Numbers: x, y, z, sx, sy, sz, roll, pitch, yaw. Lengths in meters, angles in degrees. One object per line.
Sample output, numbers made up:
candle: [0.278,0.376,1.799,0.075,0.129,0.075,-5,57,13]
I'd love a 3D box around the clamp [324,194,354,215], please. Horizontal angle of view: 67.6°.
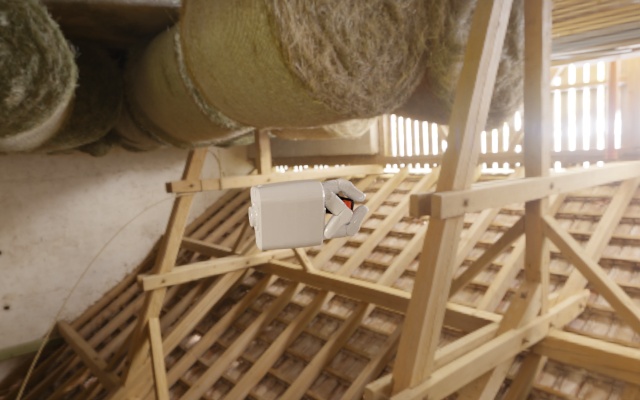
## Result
clamp: [0.000,0.004,0.886,0.120,0.039,0.171,-5,7,-16]
